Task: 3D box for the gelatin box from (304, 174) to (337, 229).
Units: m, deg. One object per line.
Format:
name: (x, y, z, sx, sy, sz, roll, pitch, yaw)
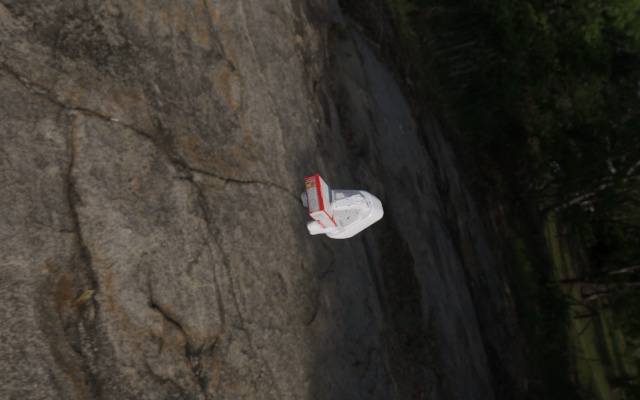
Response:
gelatin box: (0.000, 0.003, 0.869, 0.030, 0.073, 0.089, -14, -24, 13)
